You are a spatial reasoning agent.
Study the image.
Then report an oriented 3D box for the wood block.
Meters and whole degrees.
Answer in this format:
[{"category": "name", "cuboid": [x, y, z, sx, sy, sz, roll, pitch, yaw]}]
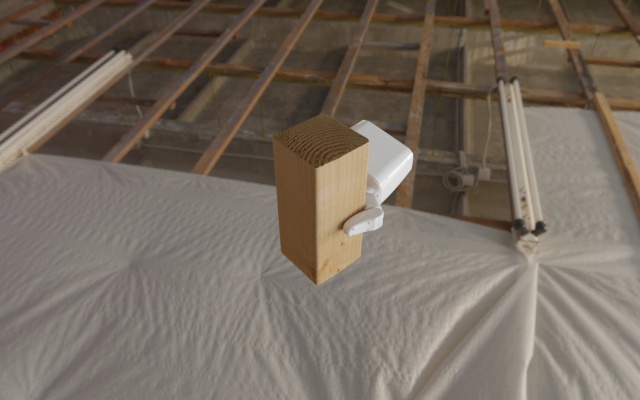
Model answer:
[{"category": "wood block", "cuboid": [0.001, 0.002, 0.651, 0.090, 0.206, 0.090, -29, 48, -30]}]
